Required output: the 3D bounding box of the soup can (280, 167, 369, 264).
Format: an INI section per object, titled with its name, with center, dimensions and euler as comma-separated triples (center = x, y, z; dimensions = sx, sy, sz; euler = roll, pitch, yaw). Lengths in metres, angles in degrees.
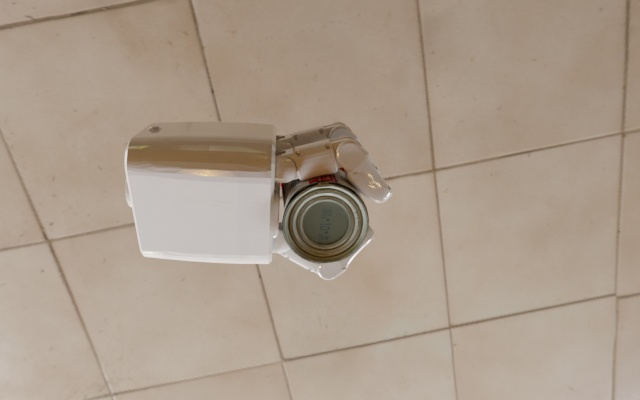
[soup can]
center = 0.001, 0.002, 0.402
dimensions = 0.068, 0.068, 0.102
euler = 0, 20, -5
